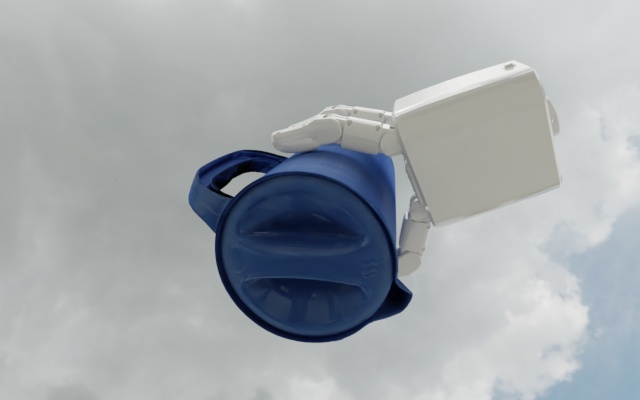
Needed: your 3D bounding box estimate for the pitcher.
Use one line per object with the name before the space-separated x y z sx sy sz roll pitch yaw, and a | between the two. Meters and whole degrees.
pitcher | 0.000 0.001 0.440 0.145 0.149 0.242 -17 15 16
